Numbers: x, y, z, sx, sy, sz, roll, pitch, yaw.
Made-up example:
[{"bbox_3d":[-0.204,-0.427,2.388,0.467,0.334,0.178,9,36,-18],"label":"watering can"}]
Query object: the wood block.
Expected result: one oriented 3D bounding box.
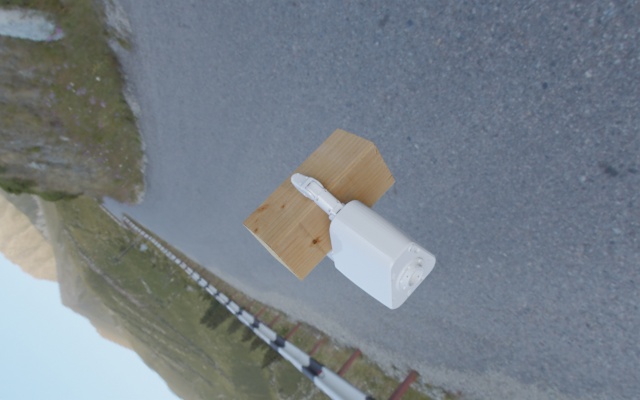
[{"bbox_3d":[0.000,0.002,0.709,0.090,0.206,0.091,32,-17,48],"label":"wood block"}]
